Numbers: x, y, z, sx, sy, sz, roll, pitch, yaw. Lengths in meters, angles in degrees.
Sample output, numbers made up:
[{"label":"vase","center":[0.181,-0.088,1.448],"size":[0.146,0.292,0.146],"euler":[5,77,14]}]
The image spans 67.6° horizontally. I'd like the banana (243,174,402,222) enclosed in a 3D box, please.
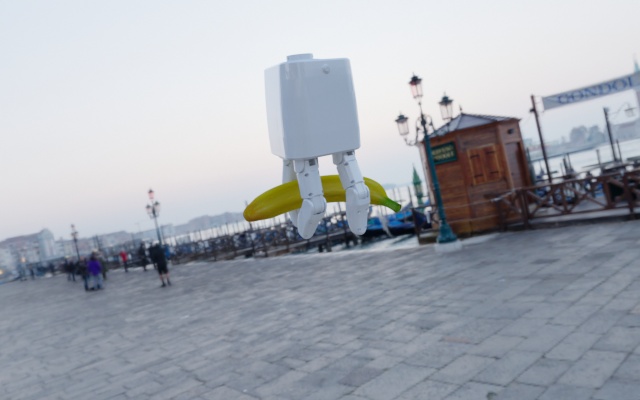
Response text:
[{"label":"banana","center":[-0.001,-0.006,0.602],"size":[0.198,0.037,0.069],"euler":[-5,26,-12]}]
